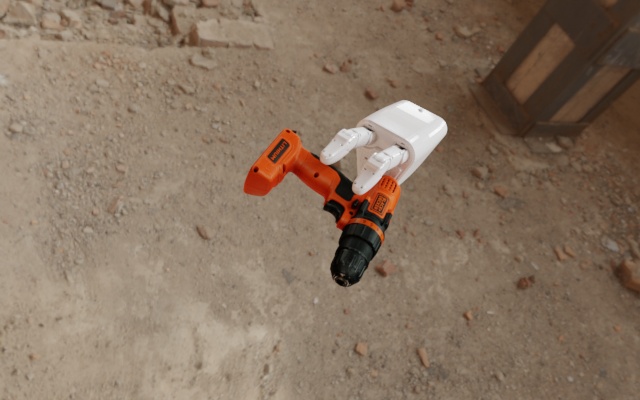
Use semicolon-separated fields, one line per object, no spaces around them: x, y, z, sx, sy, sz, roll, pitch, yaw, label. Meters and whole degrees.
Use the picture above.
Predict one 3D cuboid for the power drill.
0.000;0.002;0.610;0.187;0.184;0.057;31;-43;0;power drill
